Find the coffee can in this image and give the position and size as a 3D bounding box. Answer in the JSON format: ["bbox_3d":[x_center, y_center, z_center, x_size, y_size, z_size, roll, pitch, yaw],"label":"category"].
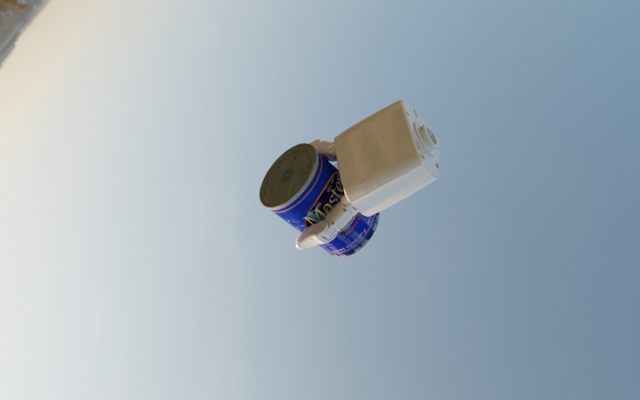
[{"bbox_3d":[0.000,0.002,0.666,0.103,0.102,0.140,0,-32,49],"label":"coffee can"}]
